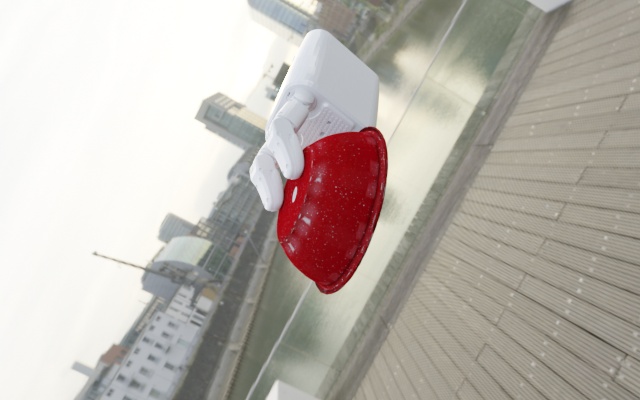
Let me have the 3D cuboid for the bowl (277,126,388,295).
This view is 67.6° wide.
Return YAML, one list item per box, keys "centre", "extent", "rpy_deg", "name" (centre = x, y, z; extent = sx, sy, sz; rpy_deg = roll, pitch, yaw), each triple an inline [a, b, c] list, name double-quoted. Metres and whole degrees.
- centre: [0.000, 0.002, 0.439]
  extent: [0.055, 0.162, 0.162]
  rpy_deg: [16, -5, -17]
  name: "bowl"
